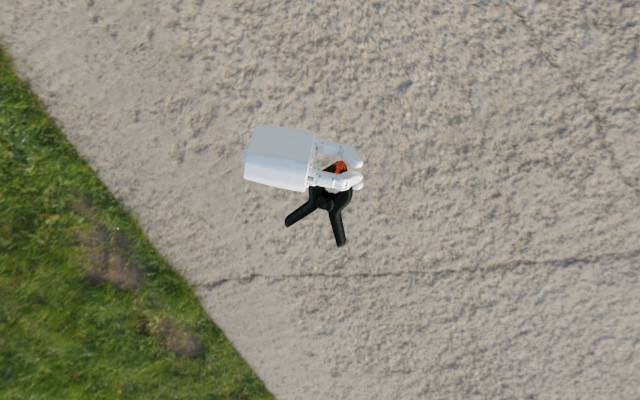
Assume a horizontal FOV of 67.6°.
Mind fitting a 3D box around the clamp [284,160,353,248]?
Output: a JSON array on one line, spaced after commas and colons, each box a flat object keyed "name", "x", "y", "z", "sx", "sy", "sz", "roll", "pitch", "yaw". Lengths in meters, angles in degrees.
[{"name": "clamp", "x": 0.000, "y": 0.003, "z": 0.860, "sx": 0.120, "sy": 0.171, "sz": 0.039, "roll": 11, "pitch": 29, "yaw": 1}]
